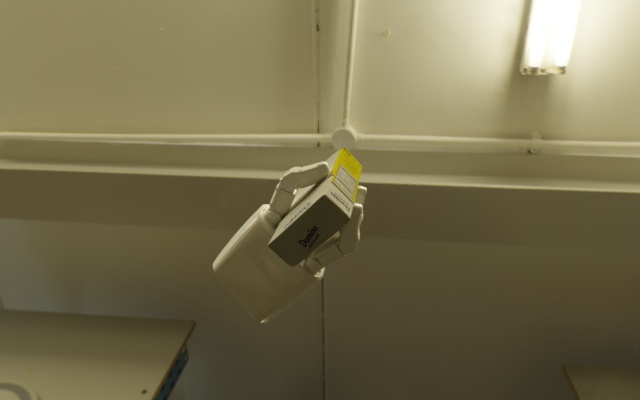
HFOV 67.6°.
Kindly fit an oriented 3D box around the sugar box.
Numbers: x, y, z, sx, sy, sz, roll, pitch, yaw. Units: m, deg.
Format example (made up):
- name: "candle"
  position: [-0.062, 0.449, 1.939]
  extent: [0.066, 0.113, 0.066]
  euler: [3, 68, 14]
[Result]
- name: "sugar box"
  position: [0.000, 0.002, 0.581]
  extent: [0.093, 0.048, 0.176]
  euler: [-42, 13, 23]
